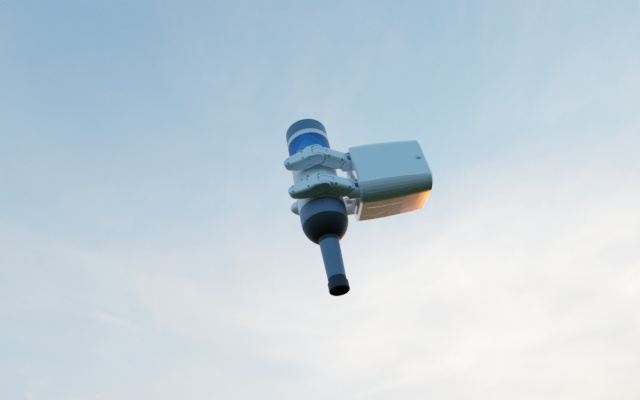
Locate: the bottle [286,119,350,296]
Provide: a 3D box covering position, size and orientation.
[{"bbox_3d":[0.000,0.002,0.688,0.069,0.295,0.069,-7,-40,-6],"label":"bottle"}]
